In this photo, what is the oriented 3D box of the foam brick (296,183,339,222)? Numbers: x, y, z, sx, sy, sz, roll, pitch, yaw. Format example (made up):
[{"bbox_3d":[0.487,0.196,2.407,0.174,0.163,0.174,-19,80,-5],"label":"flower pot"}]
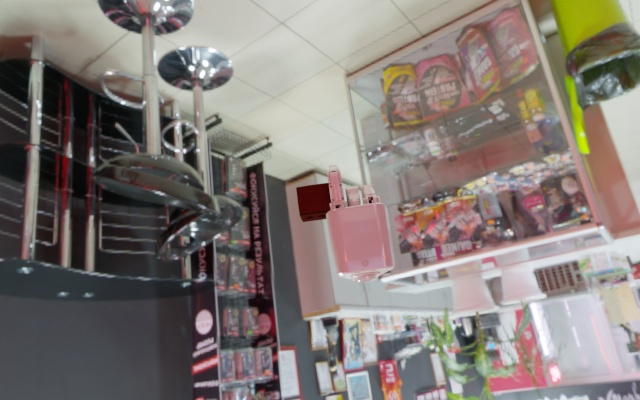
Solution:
[{"bbox_3d":[0.000,0.003,0.822,0.078,0.051,0.053,-8,-15,2],"label":"foam brick"}]
